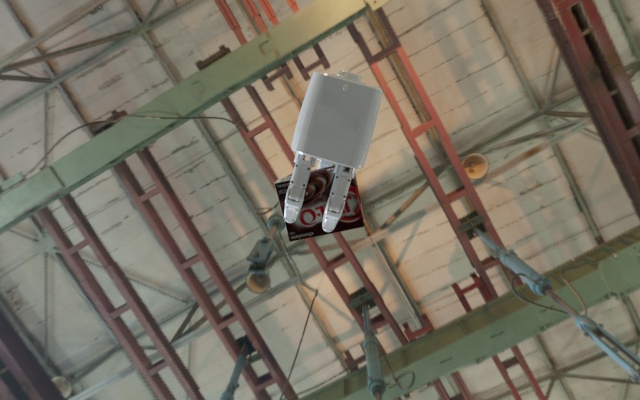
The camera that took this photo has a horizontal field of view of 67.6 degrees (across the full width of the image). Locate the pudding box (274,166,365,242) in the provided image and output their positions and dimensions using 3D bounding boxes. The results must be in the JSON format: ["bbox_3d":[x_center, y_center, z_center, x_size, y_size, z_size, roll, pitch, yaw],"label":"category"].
[{"bbox_3d":[0.000,0.002,0.678,0.113,0.090,0.039,-12,16,7],"label":"pudding box"}]
